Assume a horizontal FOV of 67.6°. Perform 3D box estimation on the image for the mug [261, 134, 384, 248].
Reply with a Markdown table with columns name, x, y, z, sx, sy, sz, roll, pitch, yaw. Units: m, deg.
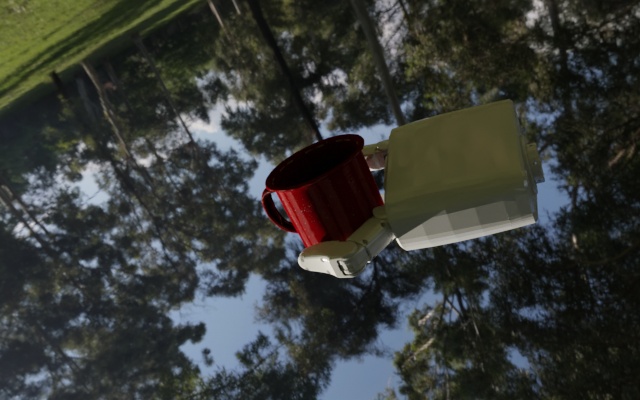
| name | x | y | z | sx | sy | sz | roll | pitch | yaw |
| --- | --- | --- | --- | --- | --- | --- | --- | --- | --- |
| mug | -0.001 | 0.002 | 0.428 | 0.117 | 0.081 | 0.093 | -14 | 26 | 28 |
